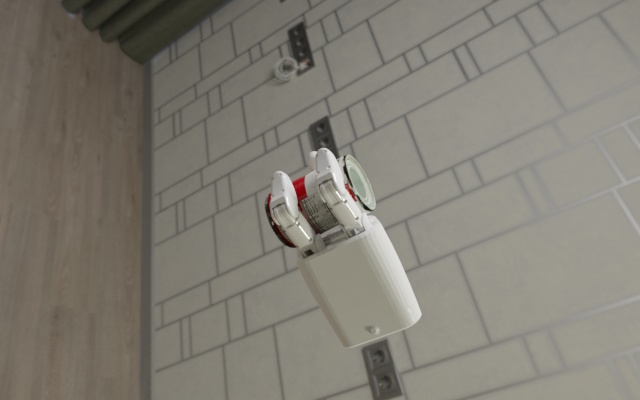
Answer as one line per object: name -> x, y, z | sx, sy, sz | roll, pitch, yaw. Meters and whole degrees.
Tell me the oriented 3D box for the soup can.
soup can -> 0.000, 0.001, 0.519 | 0.102, 0.068, 0.068 | -26, -10, 20
